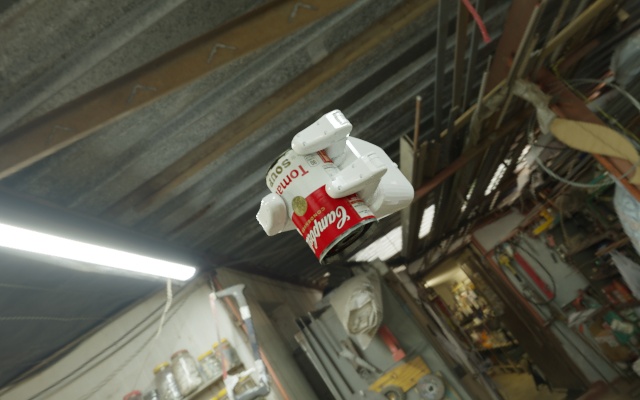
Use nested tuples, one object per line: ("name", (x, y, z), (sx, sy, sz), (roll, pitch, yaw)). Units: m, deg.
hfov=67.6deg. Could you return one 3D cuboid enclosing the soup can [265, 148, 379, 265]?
("soup can", (0.000, 0.001, 0.466), (0.068, 0.102, 0.068), (-32, -19, -12))
